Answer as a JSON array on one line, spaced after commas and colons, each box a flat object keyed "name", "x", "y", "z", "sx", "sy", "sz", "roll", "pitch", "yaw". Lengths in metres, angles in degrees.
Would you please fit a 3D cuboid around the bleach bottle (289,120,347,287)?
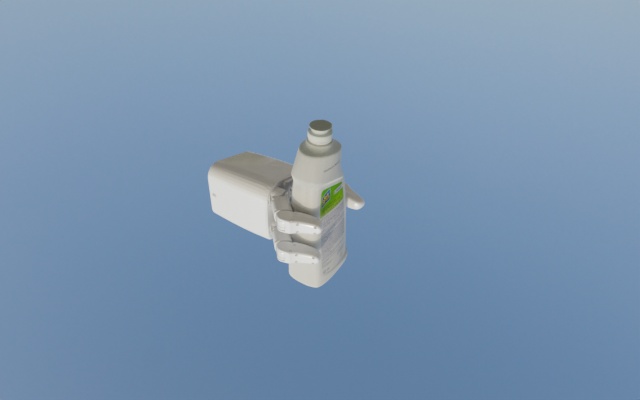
[{"name": "bleach bottle", "x": 0.000, "y": 0.002, "z": 0.663, "sx": 0.068, "sy": 0.251, "sz": 0.102, "roll": 22, "pitch": 42, "yaw": 22}]
